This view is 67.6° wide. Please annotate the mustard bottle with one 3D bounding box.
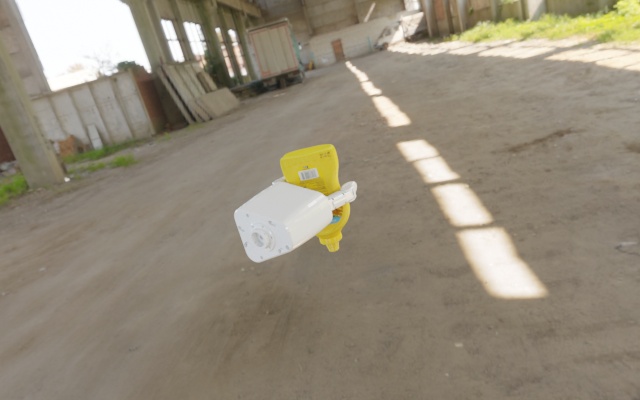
[{"bbox_3d":[0.000,0.002,0.841,0.096,0.192,0.058,-11,18,14],"label":"mustard bottle"}]
